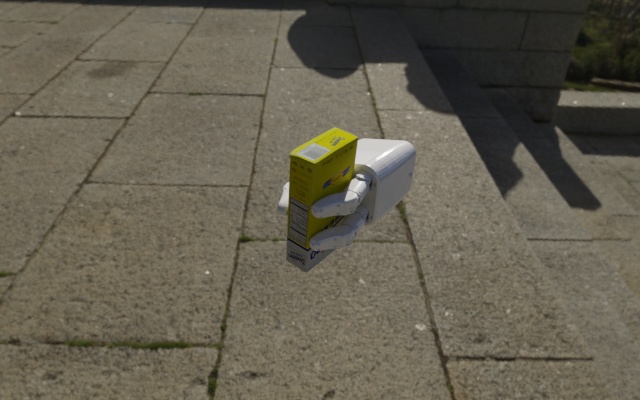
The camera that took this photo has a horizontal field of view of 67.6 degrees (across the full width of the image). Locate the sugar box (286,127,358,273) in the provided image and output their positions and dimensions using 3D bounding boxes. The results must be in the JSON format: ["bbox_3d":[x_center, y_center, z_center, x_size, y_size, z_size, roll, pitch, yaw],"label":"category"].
[{"bbox_3d":[0.001,0.002,0.633,0.048,0.176,0.093,26,42,30],"label":"sugar box"}]
